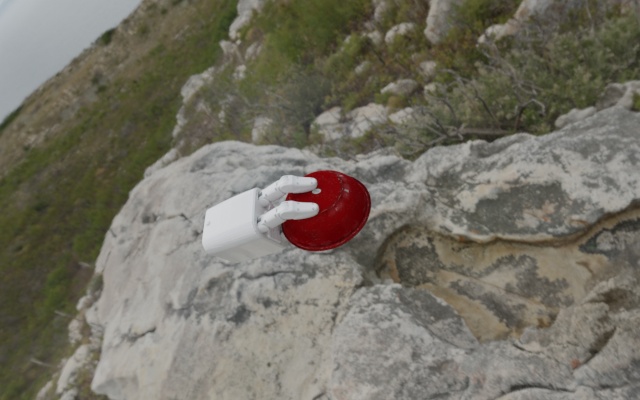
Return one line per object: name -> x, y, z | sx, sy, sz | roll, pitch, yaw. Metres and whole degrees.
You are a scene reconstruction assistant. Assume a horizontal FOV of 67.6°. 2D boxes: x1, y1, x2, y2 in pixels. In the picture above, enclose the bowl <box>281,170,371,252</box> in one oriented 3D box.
bowl -> 0.001, 0.002, 0.793 | 0.162, 0.162, 0.055 | 0, -37, 22
